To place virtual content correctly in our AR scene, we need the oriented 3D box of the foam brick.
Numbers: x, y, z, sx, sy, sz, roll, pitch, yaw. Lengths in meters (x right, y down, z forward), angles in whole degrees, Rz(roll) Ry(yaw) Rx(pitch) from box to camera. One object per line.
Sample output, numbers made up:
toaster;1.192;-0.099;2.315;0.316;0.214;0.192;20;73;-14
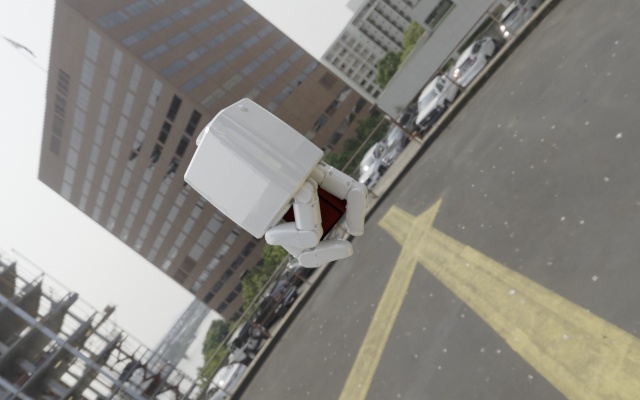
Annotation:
foam brick;0.000;0.002;0.551;0.051;0.053;0.078;36;26;-3
